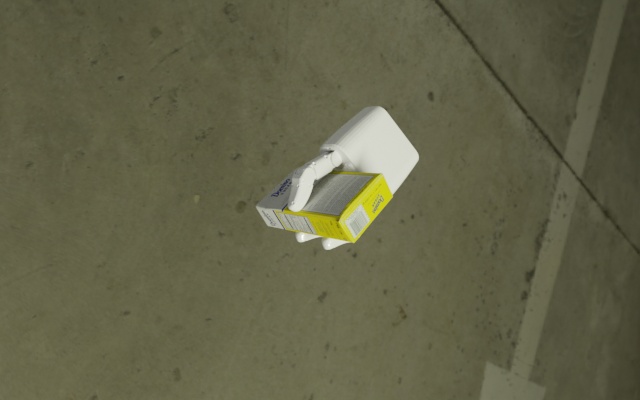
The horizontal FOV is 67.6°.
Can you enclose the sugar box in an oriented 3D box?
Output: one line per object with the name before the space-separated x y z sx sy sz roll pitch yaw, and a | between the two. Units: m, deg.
sugar box | 0.001 0.002 0.649 0.176 0.048 0.093 5 43 50
